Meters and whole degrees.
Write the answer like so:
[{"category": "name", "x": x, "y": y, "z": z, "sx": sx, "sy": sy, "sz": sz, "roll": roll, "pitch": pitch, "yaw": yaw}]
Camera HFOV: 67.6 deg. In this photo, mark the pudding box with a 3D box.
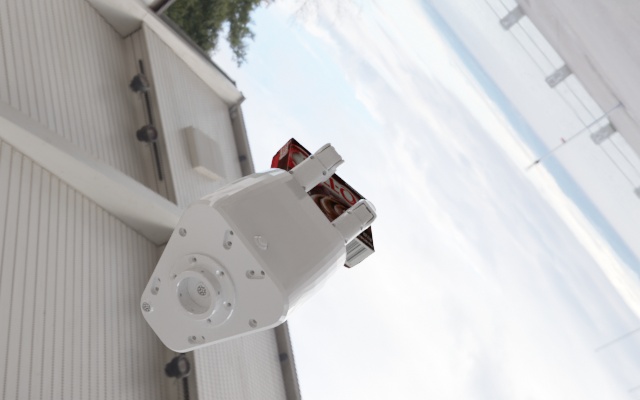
[{"category": "pudding box", "x": 0.000, "y": 0.002, "z": 0.463, "sx": 0.039, "sy": 0.113, "sz": 0.090, "roll": -39, "pitch": 25, "yaw": 24}]
